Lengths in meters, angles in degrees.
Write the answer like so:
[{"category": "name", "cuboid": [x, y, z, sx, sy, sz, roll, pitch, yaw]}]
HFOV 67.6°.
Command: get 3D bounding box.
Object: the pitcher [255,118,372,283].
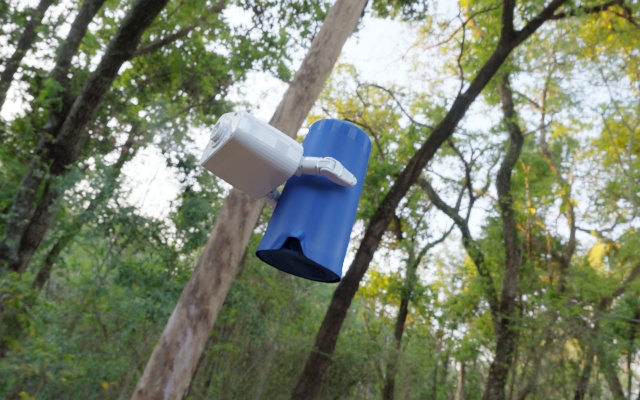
[{"category": "pitcher", "cuboid": [0.000, 0.002, 0.756, 0.145, 0.242, 0.149, 31, -24, -29]}]
